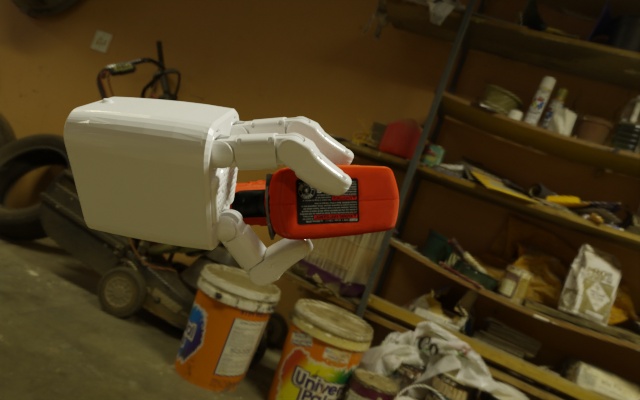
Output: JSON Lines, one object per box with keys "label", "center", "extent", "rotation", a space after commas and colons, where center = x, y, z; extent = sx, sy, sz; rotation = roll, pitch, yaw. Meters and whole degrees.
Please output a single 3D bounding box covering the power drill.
{"label": "power drill", "center": [0.000, 0.001, 0.458], "extent": [0.184, 0.057, 0.187], "rotation": [-5, 0, -18]}
